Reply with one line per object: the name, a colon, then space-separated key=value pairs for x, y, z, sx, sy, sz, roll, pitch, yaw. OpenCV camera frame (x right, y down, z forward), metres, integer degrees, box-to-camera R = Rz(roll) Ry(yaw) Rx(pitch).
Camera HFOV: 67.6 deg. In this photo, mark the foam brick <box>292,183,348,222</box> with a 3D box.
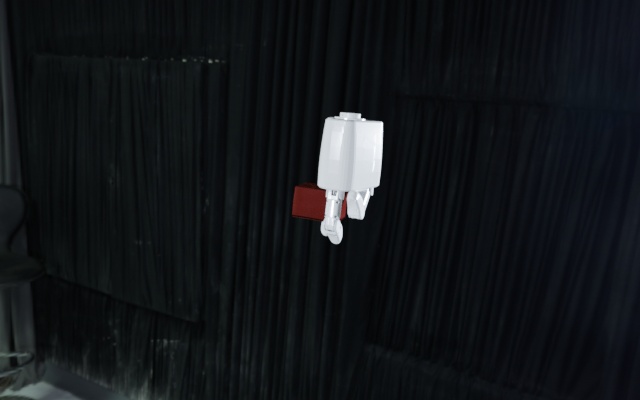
foam brick: x=0.000 y=0.003 z=0.779 sx=0.078 sy=0.051 sz=0.053 roll=8 pitch=13 yaw=19
